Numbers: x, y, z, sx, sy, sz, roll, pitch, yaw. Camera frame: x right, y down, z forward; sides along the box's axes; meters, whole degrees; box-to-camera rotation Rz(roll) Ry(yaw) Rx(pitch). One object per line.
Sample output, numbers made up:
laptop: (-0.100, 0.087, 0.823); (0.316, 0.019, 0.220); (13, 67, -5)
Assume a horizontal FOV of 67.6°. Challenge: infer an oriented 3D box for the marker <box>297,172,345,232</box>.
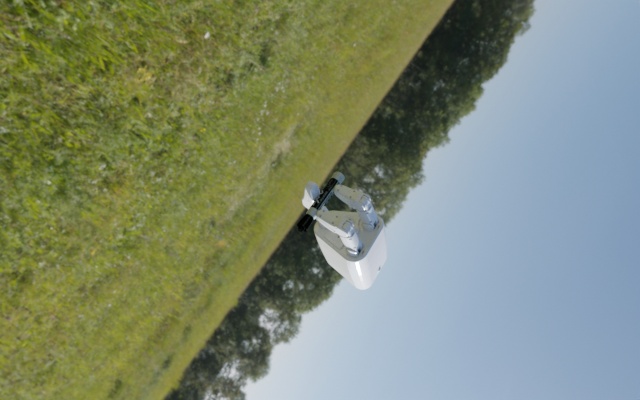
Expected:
marker: (0.000, 0.002, 0.755); (0.020, 0.121, 0.020); (28, -28, 16)
